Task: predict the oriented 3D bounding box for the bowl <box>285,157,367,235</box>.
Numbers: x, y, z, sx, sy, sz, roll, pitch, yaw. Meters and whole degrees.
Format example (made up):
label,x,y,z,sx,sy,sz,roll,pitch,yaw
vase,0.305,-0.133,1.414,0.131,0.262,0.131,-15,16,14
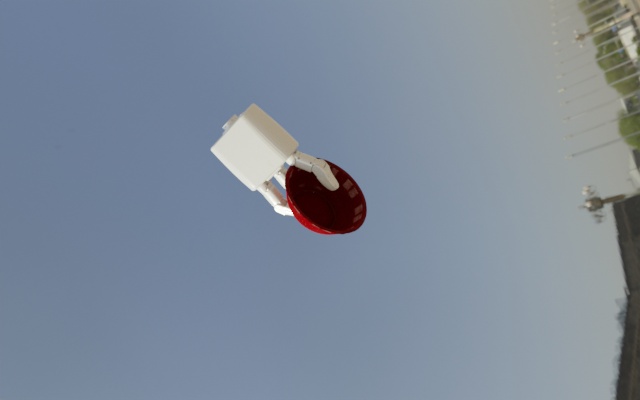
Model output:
label,x,y,z,sx,sy,sz,roll,pitch,yaw
bowl,0.001,0.004,0.842,0.162,0.162,0.055,0,-35,-35
